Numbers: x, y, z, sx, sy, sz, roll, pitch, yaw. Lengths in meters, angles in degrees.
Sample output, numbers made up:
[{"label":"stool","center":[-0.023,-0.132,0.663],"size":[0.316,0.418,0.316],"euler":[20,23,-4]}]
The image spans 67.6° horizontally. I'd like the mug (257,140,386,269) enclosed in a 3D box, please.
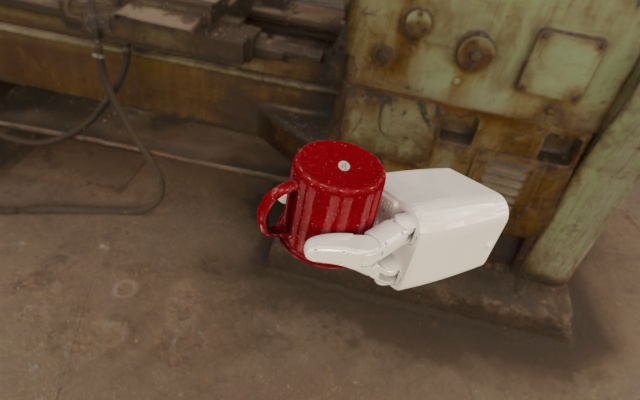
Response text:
[{"label":"mug","center":[-0.001,0.001,0.422],"size":[0.117,0.082,0.093],"euler":[-8,42,-24]}]
